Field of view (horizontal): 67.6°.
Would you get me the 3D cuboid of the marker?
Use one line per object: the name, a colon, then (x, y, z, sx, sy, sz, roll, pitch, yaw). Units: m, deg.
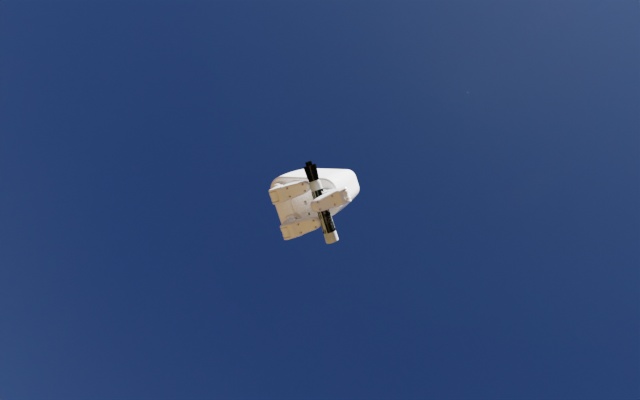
marker: (0.000, 0.002, 0.684, 0.020, 0.121, 0.020, -17, 7, 2)
